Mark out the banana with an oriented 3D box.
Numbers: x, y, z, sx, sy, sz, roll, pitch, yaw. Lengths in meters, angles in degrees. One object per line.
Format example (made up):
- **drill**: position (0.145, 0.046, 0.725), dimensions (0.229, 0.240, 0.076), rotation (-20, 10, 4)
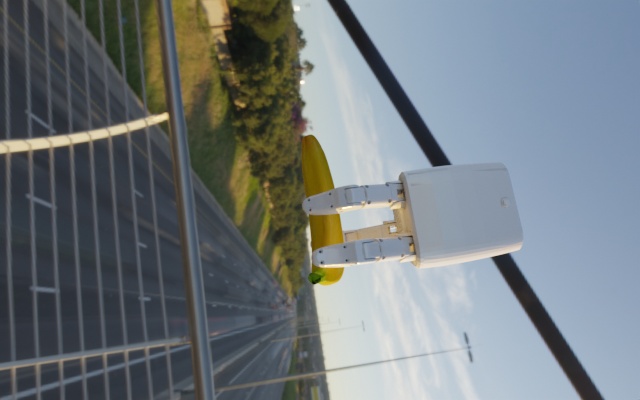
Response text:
- **banana**: position (0.003, 0.016, 0.524), dimensions (0.037, 0.197, 0.070), rotation (-9, -38, 3)
